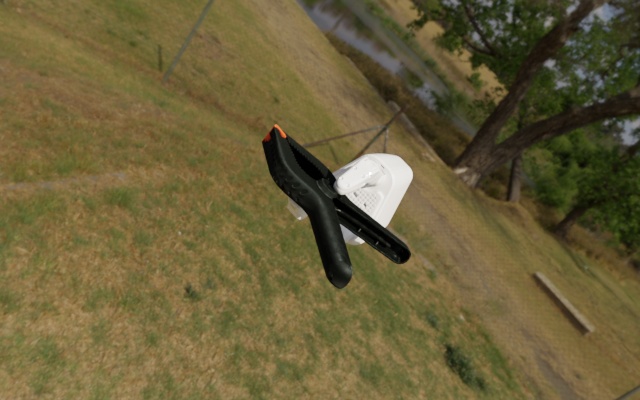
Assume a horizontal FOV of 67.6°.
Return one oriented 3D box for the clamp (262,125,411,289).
[{"bbox_3d":[0.000,0.001,0.505,0.036,0.210,0.164,-47,-14,22],"label":"clamp"}]
